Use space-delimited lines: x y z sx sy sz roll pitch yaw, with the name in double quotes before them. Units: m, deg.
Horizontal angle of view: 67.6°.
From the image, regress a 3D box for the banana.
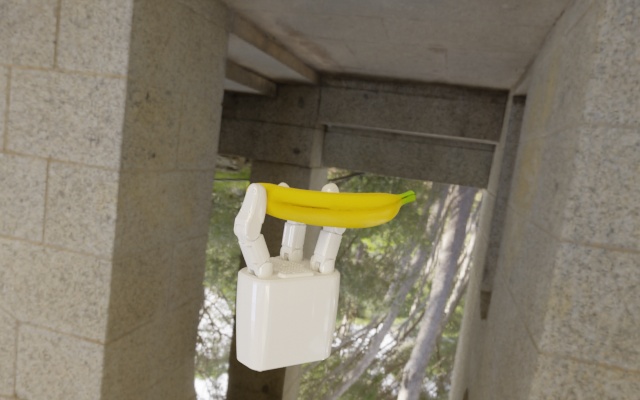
"banana" -0.003 0.005 0.510 0.198 0.037 0.069 5 10 20
